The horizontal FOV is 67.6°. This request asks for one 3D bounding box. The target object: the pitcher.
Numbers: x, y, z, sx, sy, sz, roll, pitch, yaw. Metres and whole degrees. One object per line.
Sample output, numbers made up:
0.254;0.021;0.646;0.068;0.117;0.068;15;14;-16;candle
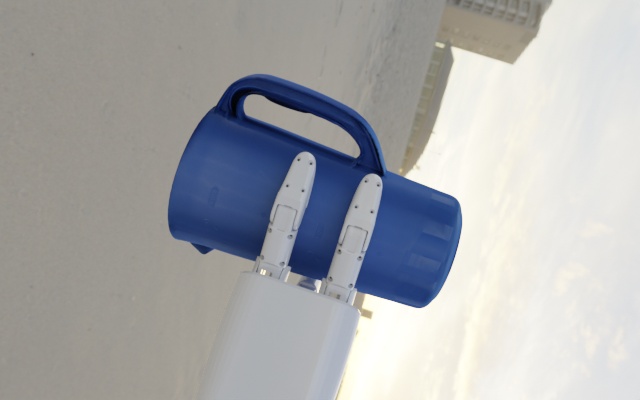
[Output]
0.000;0.002;0.435;0.243;0.145;0.149;19;-21;3;pitcher
